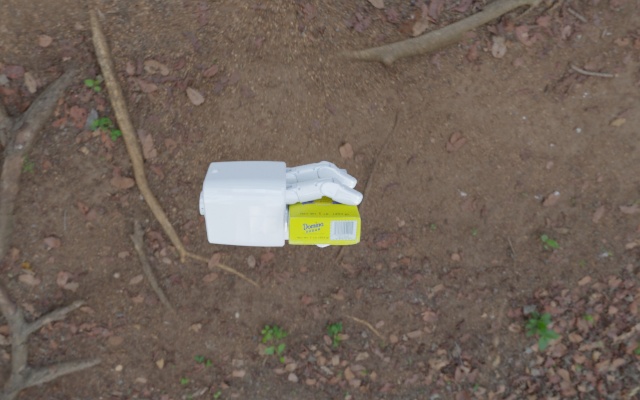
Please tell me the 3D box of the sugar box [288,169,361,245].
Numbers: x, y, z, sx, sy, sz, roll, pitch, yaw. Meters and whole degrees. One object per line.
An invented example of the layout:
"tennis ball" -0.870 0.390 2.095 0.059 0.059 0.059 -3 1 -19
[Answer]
"sugar box" 0.000 0.002 0.684 0.093 0.048 0.176 1 27 -5
